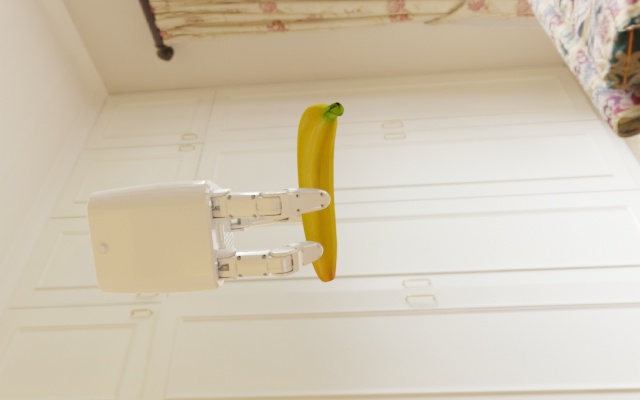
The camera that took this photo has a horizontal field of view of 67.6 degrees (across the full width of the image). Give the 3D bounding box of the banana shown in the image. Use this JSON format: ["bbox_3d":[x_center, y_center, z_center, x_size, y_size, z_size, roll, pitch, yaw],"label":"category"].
[{"bbox_3d":[-0.002,-0.012,0.458,0.037,0.198,0.069,-4,35,-5],"label":"banana"}]
